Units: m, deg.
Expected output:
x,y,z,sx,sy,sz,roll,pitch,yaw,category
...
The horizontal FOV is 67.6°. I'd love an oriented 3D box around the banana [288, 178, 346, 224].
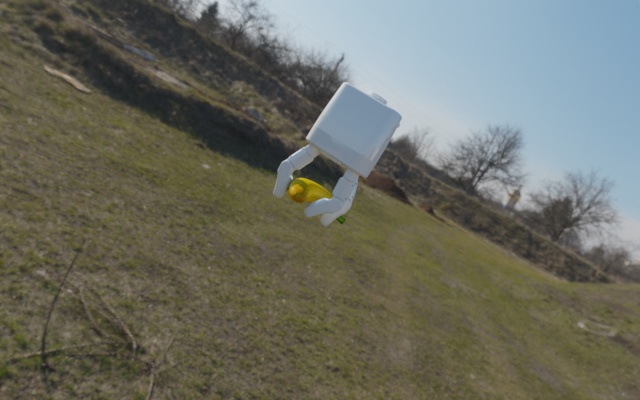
x,y,z,sx,sy,sz,roll,pitch,yaw,category
-0.012,-0.007,0.788,0.069,0.037,0.198,39,6,26,banana
